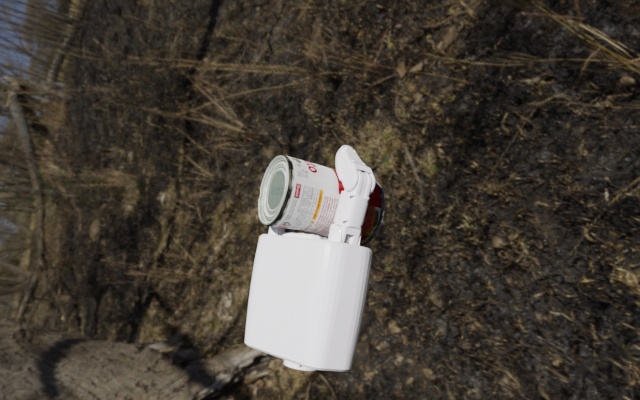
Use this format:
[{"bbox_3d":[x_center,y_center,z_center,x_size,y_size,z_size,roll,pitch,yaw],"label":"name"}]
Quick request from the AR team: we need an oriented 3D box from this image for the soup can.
[{"bbox_3d":[0.000,0.001,0.453,0.102,0.068,0.068,14,-7,-28],"label":"soup can"}]
